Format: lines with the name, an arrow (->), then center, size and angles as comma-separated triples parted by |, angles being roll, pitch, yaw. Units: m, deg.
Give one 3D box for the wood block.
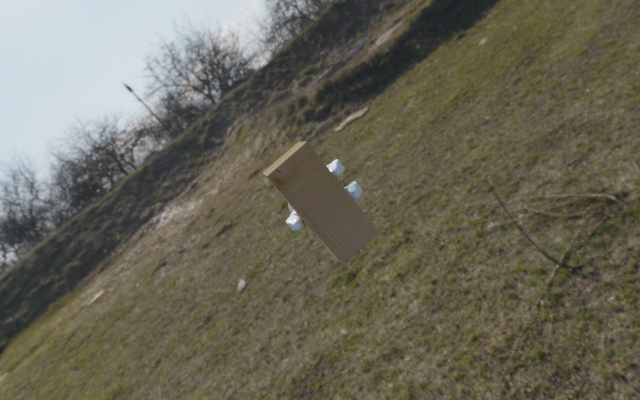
wood block -> 0.000, 0.003, 0.857 | 0.091, 0.206, 0.090 | -41, 13, -5
